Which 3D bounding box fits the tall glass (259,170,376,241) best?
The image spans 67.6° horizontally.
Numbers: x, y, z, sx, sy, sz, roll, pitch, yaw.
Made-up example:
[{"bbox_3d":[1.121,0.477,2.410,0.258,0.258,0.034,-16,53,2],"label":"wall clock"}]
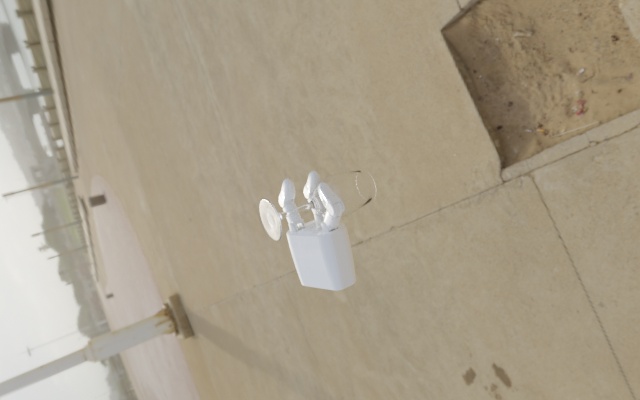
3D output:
[{"bbox_3d":[0.000,0.003,0.831,0.201,0.079,0.079,-20,9,-27],"label":"tall glass"}]
